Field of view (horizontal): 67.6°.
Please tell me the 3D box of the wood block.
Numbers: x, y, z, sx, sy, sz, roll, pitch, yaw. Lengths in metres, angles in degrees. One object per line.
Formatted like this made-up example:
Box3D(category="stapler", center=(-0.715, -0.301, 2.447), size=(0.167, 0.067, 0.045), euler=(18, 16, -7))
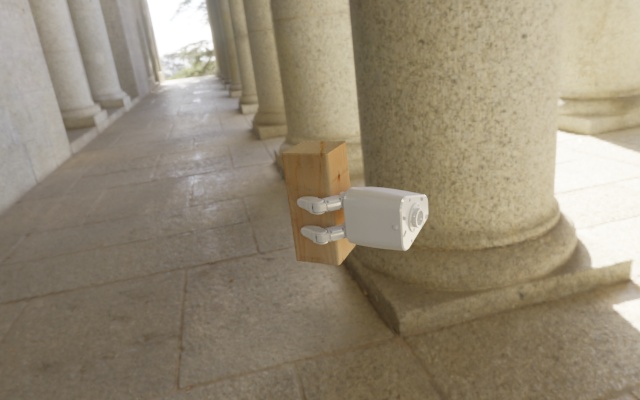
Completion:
Box3D(category="wood block", center=(0.001, 0.003, 0.870), size=(0.090, 0.206, 0.090), euler=(3, 21, 25))
